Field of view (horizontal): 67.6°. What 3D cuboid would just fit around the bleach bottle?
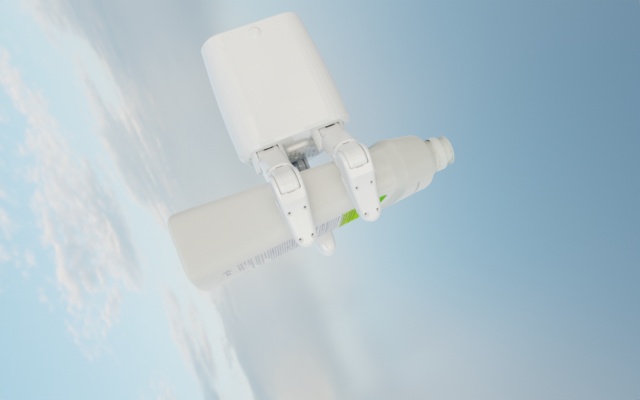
[{"bbox_3d":[0.000,0.001,0.426,0.251,0.068,0.102,-22,-9,-10],"label":"bleach bottle"}]
